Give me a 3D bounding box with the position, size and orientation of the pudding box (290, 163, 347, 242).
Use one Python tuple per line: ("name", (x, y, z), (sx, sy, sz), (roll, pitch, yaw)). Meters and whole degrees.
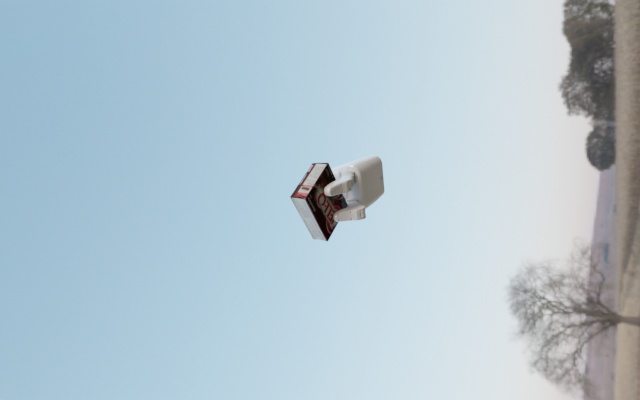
("pudding box", (0.000, 0.003, 0.846), (0.039, 0.090, 0.114), (3, -42, 34))
